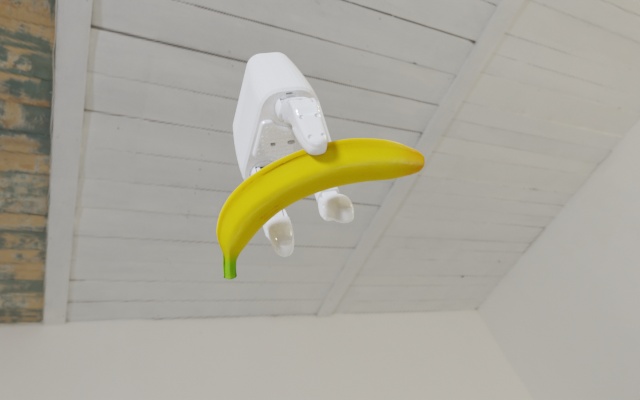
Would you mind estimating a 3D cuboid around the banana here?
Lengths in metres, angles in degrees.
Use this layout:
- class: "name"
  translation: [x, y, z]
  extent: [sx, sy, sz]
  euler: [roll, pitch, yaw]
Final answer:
- class: "banana"
  translation: [-0.011, -0.010, 0.396]
  extent: [0.198, 0.070, 0.037]
  euler: [-29, 35, 2]
